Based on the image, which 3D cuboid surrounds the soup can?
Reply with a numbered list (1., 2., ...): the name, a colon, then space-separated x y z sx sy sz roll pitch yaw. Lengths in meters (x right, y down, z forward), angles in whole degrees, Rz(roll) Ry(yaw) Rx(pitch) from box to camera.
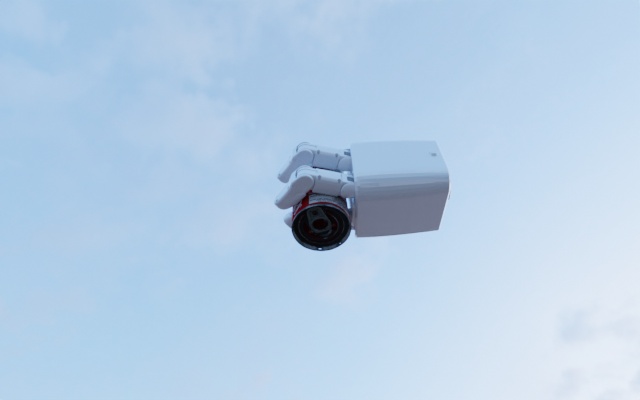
1. soup can: 0.000 0.002 0.576 0.068 0.069 0.102 0 37 -1
